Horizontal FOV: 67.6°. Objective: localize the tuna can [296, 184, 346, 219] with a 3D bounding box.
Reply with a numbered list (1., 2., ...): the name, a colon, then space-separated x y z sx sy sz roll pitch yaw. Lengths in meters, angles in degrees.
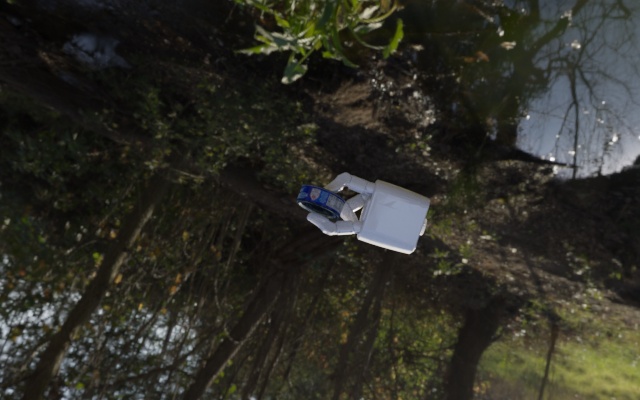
1. tuna can: 0.000 0.003 0.872 0.086 0.033 0.086 20 -13 5
